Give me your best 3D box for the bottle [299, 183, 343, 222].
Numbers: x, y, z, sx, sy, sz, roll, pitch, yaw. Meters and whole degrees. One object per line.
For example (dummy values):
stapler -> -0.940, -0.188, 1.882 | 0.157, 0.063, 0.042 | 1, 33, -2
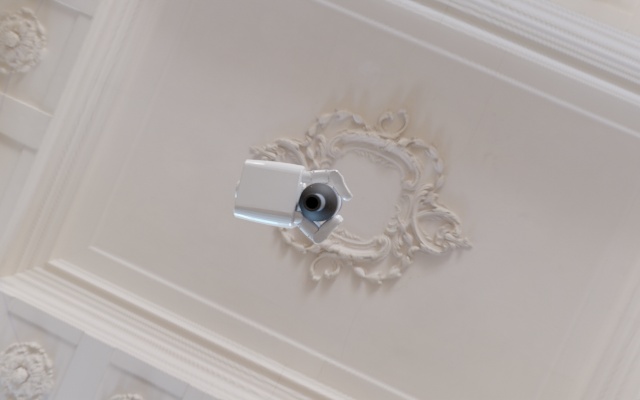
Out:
bottle -> 0.000, 0.003, 0.843 | 0.069, 0.069, 0.295 | 0, 0, 5
